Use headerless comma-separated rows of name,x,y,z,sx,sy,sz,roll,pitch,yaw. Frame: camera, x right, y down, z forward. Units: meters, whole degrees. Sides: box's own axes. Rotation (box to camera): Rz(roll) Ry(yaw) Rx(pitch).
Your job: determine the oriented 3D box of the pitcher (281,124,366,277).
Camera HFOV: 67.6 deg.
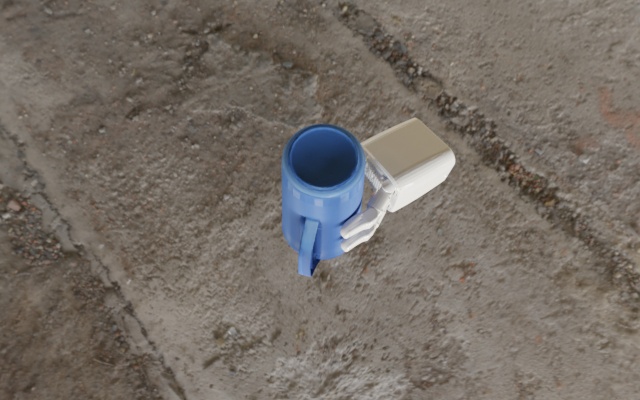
pitcher,0.000,0.002,0.706,0.145,0.149,0.243,-27,-20,-11
